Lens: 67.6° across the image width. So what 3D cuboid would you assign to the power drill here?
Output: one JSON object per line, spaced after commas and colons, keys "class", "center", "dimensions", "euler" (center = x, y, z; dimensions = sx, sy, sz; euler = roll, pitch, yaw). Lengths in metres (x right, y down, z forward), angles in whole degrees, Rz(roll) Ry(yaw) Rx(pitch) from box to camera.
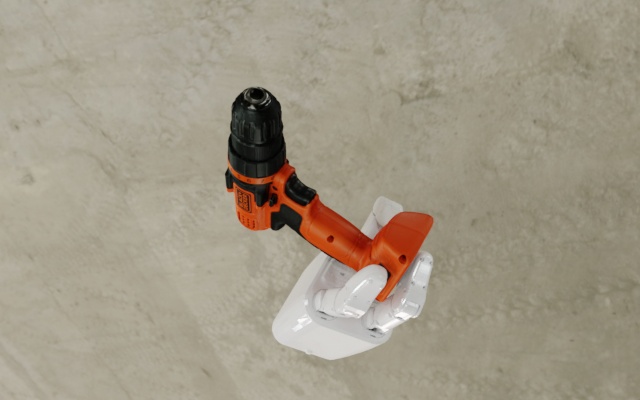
{"class": "power drill", "center": [0.000, 0.002, 0.422], "dimensions": [0.187, 0.057, 0.184], "euler": [31, -29, 12]}
